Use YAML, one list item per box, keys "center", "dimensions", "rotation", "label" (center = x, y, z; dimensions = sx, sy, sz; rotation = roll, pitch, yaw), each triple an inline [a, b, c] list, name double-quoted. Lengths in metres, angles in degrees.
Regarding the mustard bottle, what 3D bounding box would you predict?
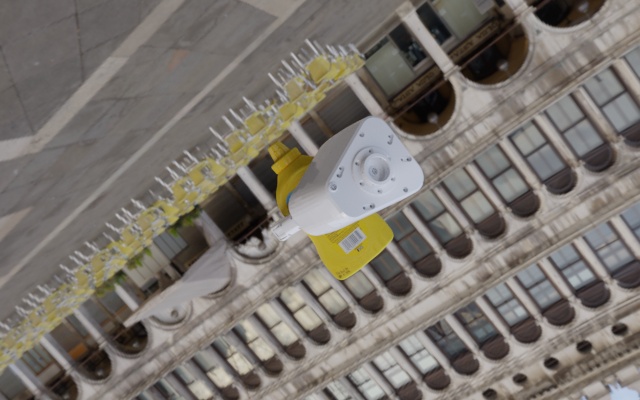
- center: [0.000, 0.002, 0.616]
  dimensions: [0.096, 0.191, 0.058]
  rotation: [-40, 6, 1]
  label: "mustard bottle"
